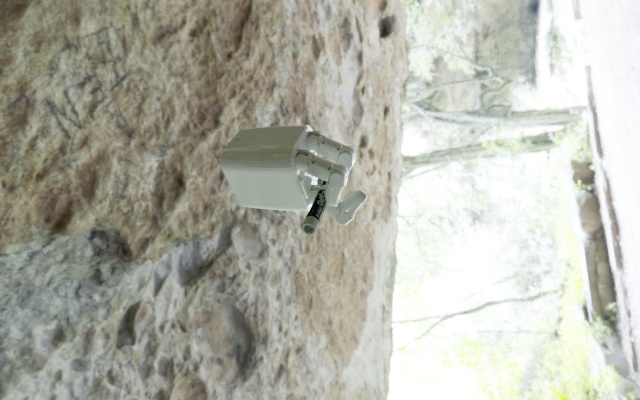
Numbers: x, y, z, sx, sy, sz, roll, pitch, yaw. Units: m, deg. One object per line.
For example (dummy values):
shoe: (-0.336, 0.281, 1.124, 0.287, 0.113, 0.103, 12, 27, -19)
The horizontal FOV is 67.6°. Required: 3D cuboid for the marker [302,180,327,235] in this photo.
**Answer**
marker: (0.000, 0.002, 0.638, 0.020, 0.020, 0.121, 0, 34, 17)
